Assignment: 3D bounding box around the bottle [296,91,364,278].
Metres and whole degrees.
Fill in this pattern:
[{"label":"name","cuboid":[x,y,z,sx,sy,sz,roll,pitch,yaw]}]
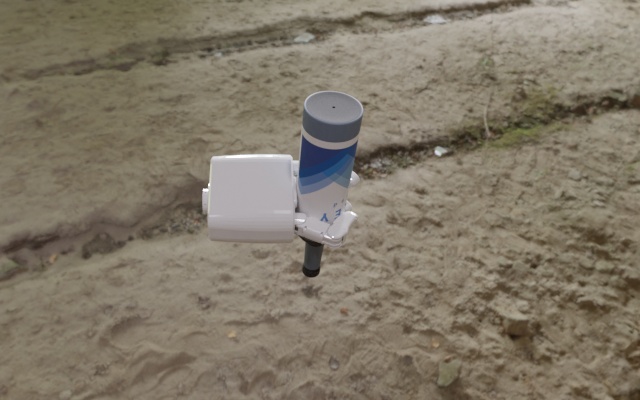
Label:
[{"label":"bottle","cuboid":[0.000,0.002,0.627,0.069,0.296,0.069,4,44,-4]}]
